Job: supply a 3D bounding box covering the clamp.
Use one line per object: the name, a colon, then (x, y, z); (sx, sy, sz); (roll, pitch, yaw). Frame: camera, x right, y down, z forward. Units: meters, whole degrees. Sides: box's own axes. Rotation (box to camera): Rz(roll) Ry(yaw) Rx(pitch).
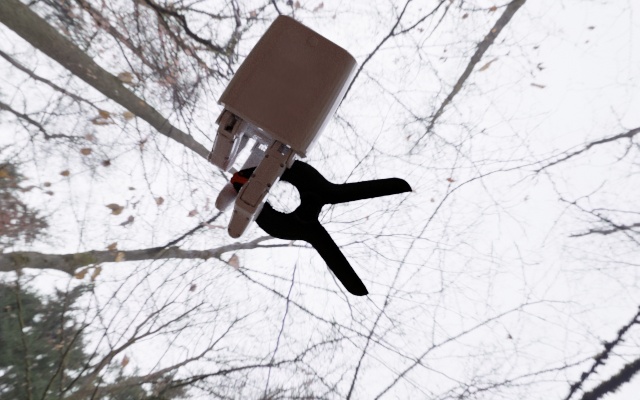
clamp: (0.000, 0.002, 0.464); (0.171, 0.120, 0.039); (32, -4, 1)
